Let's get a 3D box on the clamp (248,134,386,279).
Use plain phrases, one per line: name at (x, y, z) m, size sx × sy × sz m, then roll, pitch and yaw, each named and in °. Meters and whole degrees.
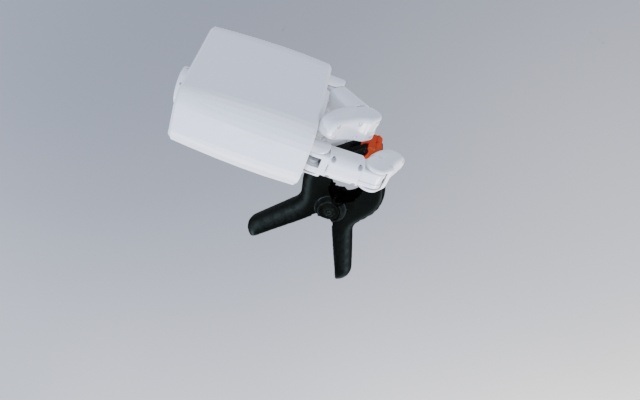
clamp at (0.000, 0.002, 0.470) m, size 0.120 × 0.172 × 0.039 m, roll 18°, pitch 35°, yaw -9°
